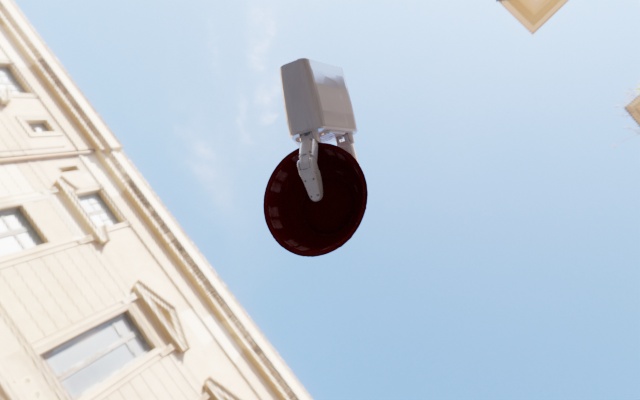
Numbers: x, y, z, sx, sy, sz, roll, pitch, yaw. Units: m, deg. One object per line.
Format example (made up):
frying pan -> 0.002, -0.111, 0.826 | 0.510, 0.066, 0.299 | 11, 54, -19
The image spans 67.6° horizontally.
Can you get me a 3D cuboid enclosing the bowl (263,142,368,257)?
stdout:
bowl -> 0.000, 0.004, 0.684 | 0.162, 0.162, 0.055 | 0, -11, 26
